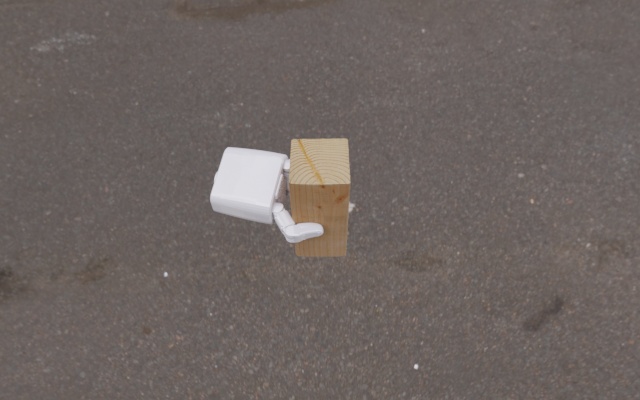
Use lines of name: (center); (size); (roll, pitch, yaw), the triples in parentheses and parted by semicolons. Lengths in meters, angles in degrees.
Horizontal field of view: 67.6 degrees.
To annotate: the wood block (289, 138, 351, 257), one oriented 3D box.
wood block: (0.000, 0.003, 0.786); (0.090, 0.090, 0.206); (0, -36, 1)
